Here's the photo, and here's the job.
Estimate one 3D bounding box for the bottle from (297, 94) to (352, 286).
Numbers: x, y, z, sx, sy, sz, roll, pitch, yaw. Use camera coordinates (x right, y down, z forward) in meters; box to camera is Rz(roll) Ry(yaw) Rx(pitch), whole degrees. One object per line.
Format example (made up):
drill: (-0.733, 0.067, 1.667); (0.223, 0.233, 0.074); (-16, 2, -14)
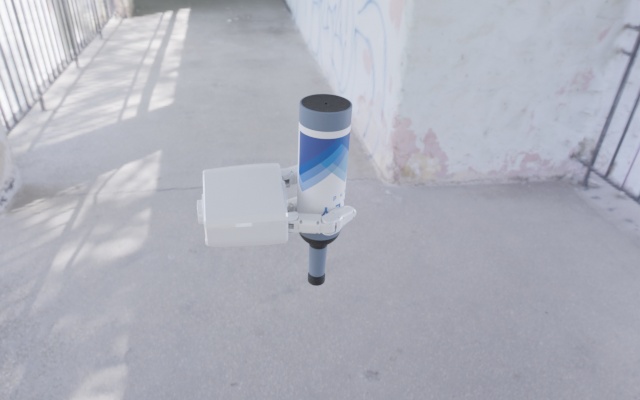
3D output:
bottle: (0.000, 0.002, 0.674); (0.069, 0.296, 0.069); (2, 33, -1)
